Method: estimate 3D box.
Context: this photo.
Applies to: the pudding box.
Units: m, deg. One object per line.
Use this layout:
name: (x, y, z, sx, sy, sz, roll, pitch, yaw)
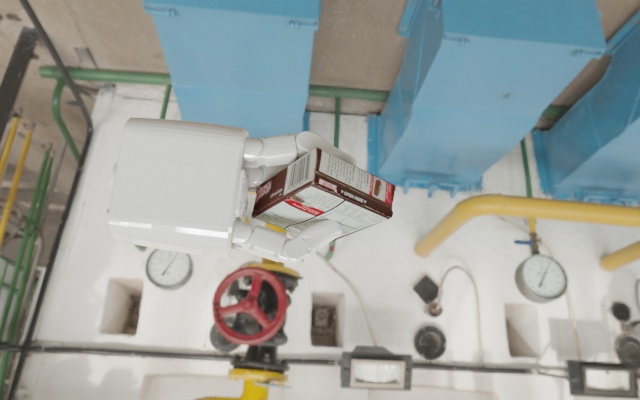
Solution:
pudding box: (0.000, 0.002, 0.451, 0.090, 0.039, 0.113, 22, -27, -28)
